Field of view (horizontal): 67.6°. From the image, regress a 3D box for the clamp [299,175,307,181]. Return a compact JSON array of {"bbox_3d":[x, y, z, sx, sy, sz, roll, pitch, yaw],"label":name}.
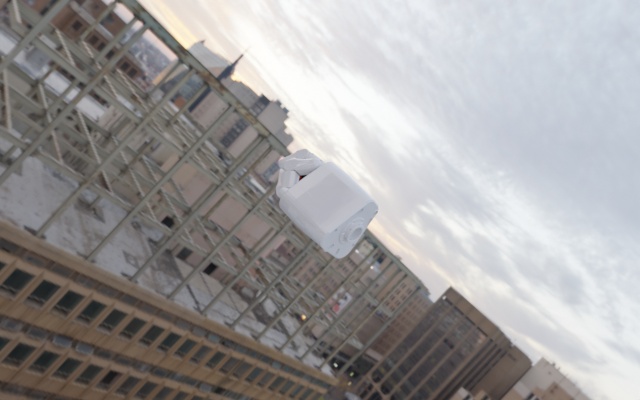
[{"bbox_3d":[0.000,0.002,0.848,0.120,0.039,0.171,43,0,33],"label":"clamp"}]
